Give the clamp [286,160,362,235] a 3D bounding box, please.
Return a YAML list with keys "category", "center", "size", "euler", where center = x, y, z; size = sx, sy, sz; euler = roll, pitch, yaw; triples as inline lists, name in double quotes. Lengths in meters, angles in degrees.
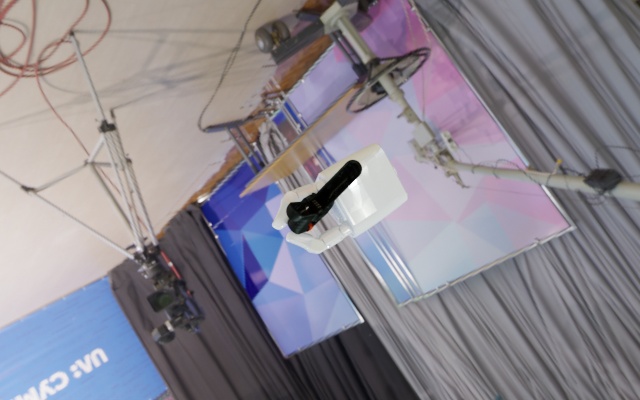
- category: "clamp"
  center: [0.000, 0.003, 0.670]
  size: [0.120, 0.039, 0.171]
  euler: [-32, -7, -12]
